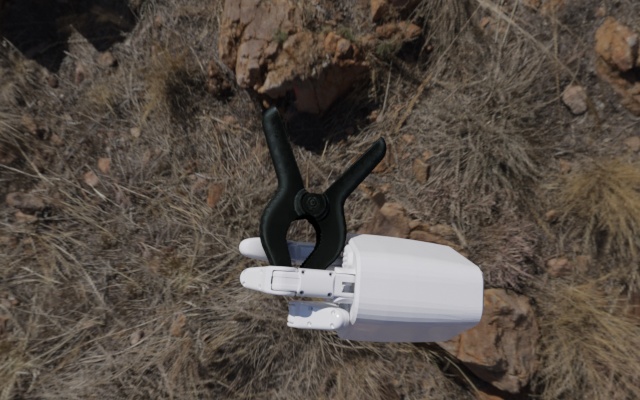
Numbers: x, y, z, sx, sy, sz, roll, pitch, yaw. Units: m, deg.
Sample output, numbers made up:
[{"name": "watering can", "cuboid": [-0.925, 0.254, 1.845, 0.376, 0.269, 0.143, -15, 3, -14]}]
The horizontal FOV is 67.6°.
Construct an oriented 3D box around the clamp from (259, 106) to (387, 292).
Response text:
[{"name": "clamp", "cuboid": [0.000, 0.001, 0.437, 0.120, 0.171, 0.039, 5, -10, -4]}]
